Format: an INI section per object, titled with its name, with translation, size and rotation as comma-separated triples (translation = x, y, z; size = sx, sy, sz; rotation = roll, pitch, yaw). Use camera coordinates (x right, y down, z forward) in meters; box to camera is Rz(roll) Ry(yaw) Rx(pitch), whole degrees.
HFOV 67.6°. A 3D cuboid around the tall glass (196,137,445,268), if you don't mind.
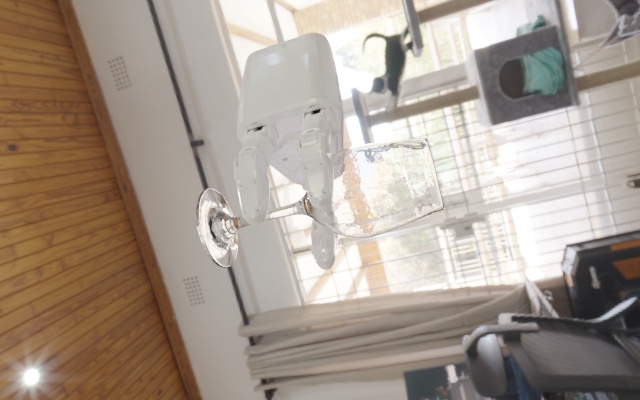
[tall glass]
translation = -0.001, 0.002, 0.413
size = 0.201, 0.079, 0.079
rotation = -14, -3, 13
